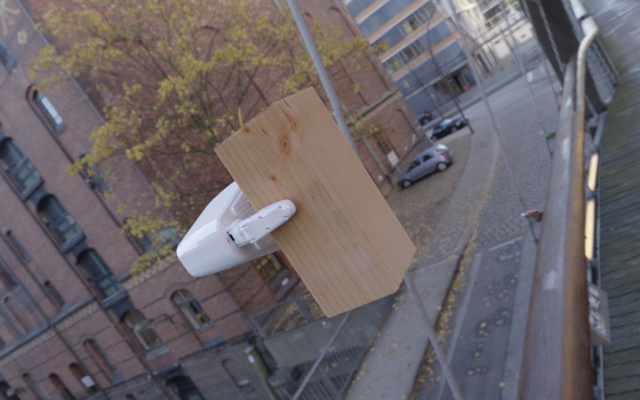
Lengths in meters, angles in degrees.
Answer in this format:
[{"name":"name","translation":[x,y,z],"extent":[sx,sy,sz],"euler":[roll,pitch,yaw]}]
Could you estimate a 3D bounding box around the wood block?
[{"name":"wood block","translation":[0.000,0.002,0.488],"extent":[0.090,0.206,0.090],"euler":[-29,8,32]}]
